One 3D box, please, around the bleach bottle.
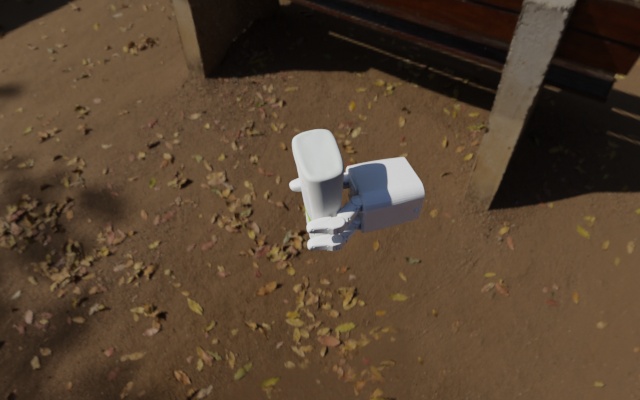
[{"bbox_3d":[0.000,0.003,0.803,0.068,0.102,0.251,-13,-34,-7],"label":"bleach bottle"}]
